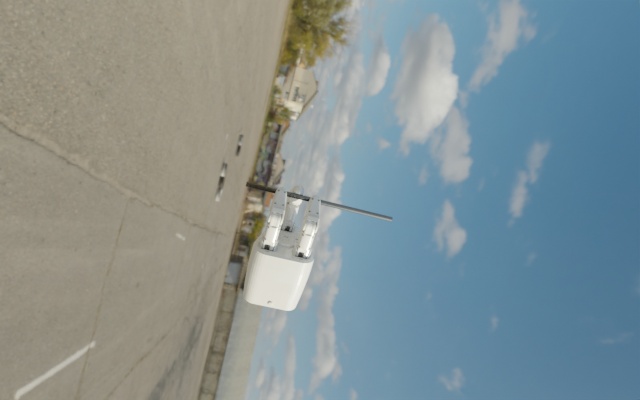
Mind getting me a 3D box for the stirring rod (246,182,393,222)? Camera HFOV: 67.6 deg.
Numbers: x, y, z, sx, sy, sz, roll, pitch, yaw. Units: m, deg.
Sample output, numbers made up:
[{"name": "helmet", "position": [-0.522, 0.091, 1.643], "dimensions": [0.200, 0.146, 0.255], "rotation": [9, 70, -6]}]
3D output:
[{"name": "stirring rod", "position": [0.000, 0.002, 0.760], "dimensions": [0.239, 0.011, 0.011], "rotation": [14, -2, -8]}]
